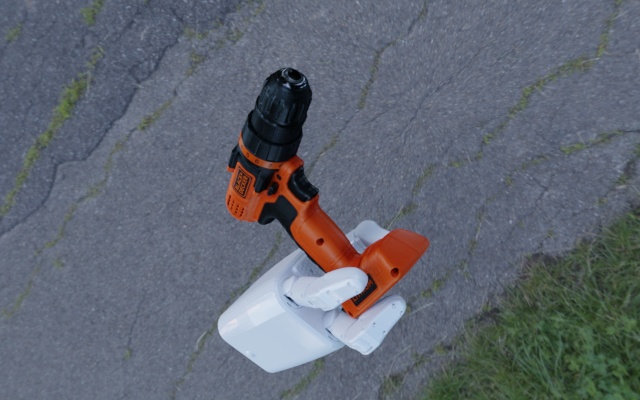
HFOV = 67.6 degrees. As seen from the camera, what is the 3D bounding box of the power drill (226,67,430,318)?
[{"bbox_3d":[0.000,0.002,0.417,0.057,0.187,0.184,-38,-14,-36],"label":"power drill"}]
